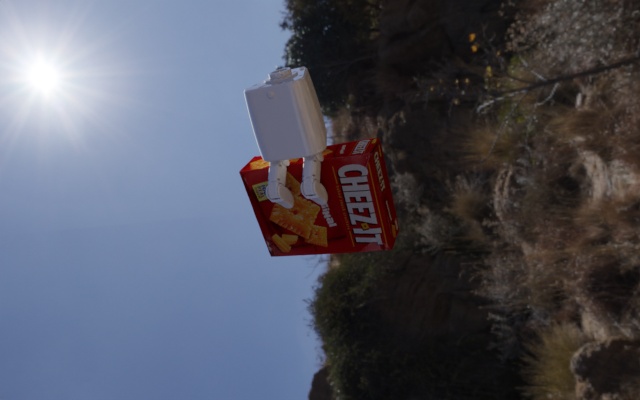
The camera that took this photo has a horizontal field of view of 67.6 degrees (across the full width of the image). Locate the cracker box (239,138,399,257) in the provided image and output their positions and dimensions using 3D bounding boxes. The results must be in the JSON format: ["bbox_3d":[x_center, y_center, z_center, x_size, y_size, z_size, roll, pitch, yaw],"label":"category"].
[{"bbox_3d":[0.000,0.002,0.749,0.214,0.164,0.072,-6,26,22],"label":"cracker box"}]
